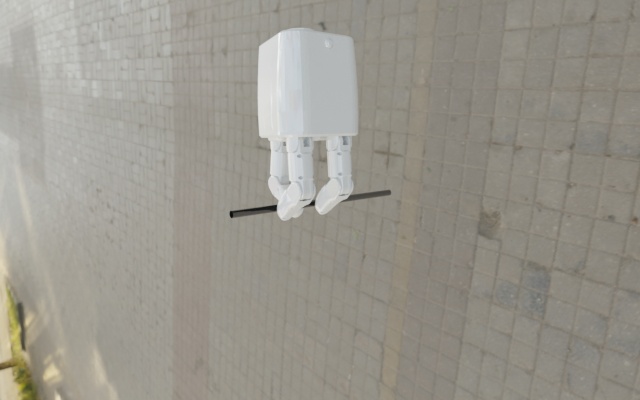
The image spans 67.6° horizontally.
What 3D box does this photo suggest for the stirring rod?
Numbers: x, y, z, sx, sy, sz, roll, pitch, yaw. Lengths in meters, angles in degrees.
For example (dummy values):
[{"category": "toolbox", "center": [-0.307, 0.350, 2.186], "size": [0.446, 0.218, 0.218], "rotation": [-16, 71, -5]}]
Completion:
[{"category": "stirring rod", "center": [0.000, 0.002, 0.571], "size": [0.239, 0.011, 0.011], "rotation": [-8, 5, -39]}]
